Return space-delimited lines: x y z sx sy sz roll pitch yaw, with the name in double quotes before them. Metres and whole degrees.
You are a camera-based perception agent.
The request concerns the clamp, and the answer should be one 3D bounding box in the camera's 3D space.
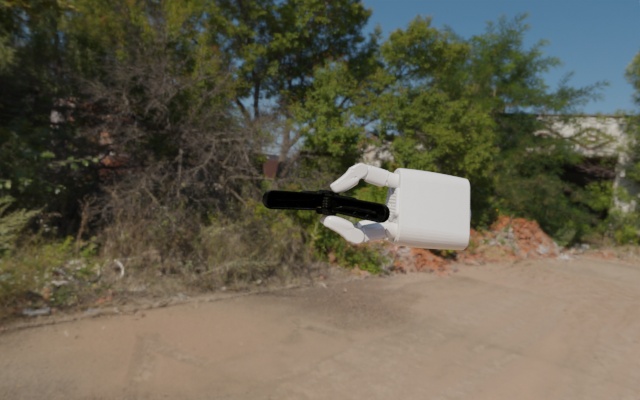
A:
"clamp" 0.000 0.001 0.699 0.164 0.036 0.210 8 3 -5
